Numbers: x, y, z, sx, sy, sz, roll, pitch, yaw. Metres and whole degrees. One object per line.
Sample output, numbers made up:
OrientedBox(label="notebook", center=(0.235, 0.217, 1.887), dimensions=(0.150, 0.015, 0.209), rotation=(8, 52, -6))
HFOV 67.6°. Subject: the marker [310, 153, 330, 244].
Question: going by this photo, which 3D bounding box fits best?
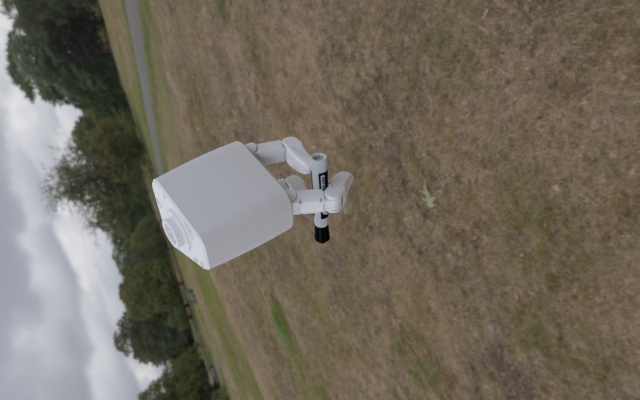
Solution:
OrientedBox(label="marker", center=(0.000, 0.002, 0.544), dimensions=(0.020, 0.121, 0.020), rotation=(-1, 37, 1))
